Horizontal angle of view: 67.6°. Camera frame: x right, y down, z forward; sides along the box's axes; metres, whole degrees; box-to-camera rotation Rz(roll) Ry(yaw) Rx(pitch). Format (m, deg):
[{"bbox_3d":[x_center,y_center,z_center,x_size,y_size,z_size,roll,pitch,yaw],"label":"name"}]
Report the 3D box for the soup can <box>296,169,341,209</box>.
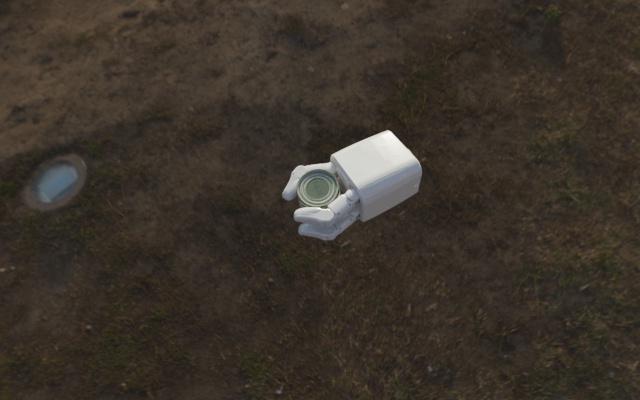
[{"bbox_3d":[0.000,0.002,0.761,0.068,0.068,0.102,0,-25,5],"label":"soup can"}]
